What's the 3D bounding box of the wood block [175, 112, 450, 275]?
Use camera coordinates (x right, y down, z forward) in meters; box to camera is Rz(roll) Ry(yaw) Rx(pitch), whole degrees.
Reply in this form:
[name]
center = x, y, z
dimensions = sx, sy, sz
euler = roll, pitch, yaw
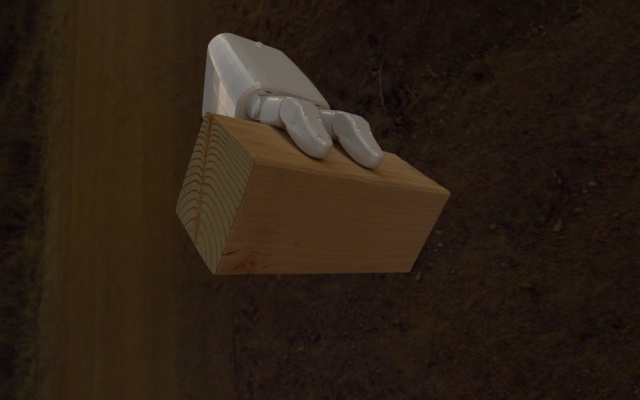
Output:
[wood block]
center = 0.000, 0.001, 0.405
dimensions = 0.206, 0.091, 0.090
euler = 6, 26, -39
